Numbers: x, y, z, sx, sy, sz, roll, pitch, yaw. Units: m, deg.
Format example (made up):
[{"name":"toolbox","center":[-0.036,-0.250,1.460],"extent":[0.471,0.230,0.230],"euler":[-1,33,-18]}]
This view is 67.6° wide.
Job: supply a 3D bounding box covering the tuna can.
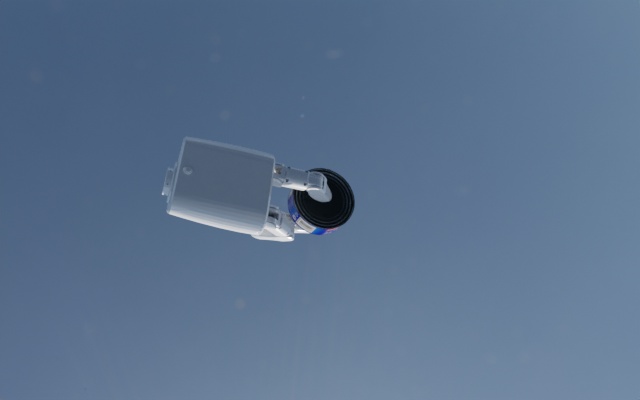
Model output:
[{"name":"tuna can","center":[0.000,0.002,0.639],"extent":[0.086,0.086,0.034],"euler":[0,-21,-20]}]
